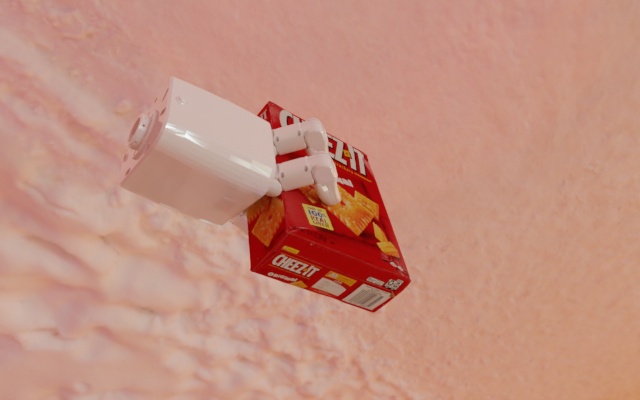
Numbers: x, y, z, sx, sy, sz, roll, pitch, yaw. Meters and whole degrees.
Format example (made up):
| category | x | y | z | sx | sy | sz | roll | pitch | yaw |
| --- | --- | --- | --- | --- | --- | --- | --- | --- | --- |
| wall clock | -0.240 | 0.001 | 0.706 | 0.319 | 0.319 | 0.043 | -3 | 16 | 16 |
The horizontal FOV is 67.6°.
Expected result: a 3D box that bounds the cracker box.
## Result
| category | x | y | z | sx | sy | sz | roll | pitch | yaw |
| --- | --- | --- | --- | --- | --- | --- | --- | --- | --- |
| cracker box | 0.000 | 0.002 | 0.536 | 0.164 | 0.213 | 0.072 | 25 | -55 | -32 |
